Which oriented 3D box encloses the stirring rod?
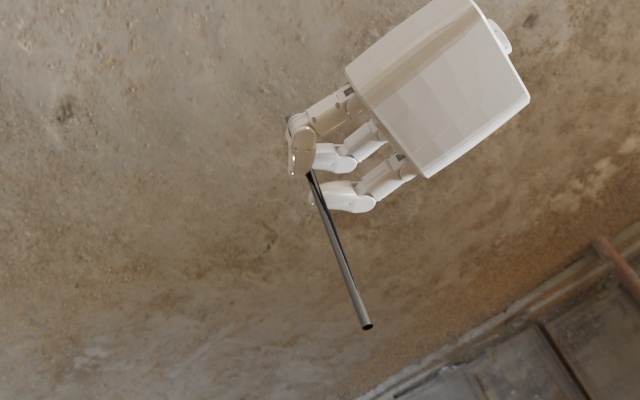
[{"bbox_3d":[0.000,0.001,0.400,0.011,0.011,0.239,0,44,-22],"label":"stirring rod"}]
